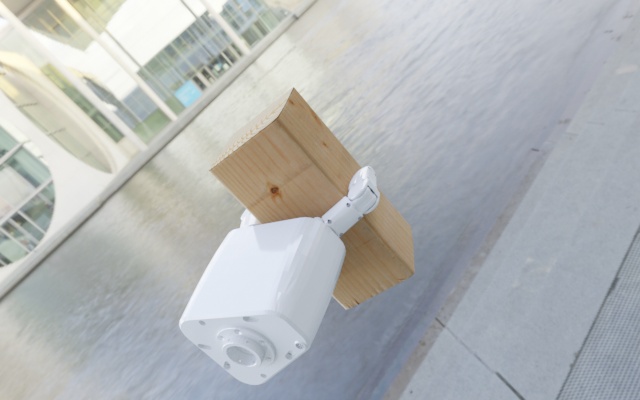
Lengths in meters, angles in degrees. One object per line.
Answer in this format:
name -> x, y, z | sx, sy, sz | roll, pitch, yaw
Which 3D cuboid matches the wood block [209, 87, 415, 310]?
wood block -> 0.000, 0.002, 0.491 | 0.091, 0.206, 0.090 | -33, 22, 24
